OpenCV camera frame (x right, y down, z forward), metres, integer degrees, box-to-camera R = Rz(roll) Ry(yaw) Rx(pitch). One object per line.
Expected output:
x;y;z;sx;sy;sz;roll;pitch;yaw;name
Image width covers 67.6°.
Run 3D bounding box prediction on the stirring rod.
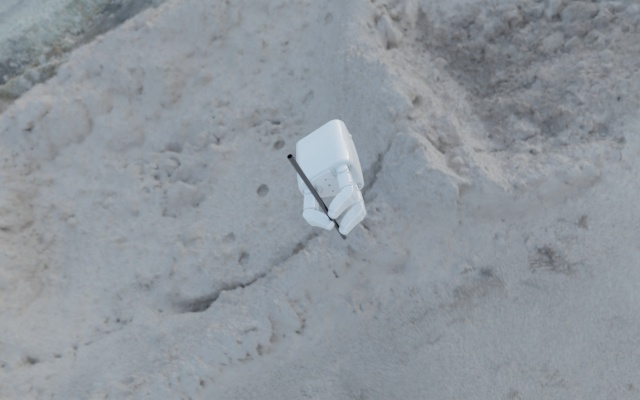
0.000;0.002;0.752;0.011;0.011;0.240;0;-32;25;stirring rod
